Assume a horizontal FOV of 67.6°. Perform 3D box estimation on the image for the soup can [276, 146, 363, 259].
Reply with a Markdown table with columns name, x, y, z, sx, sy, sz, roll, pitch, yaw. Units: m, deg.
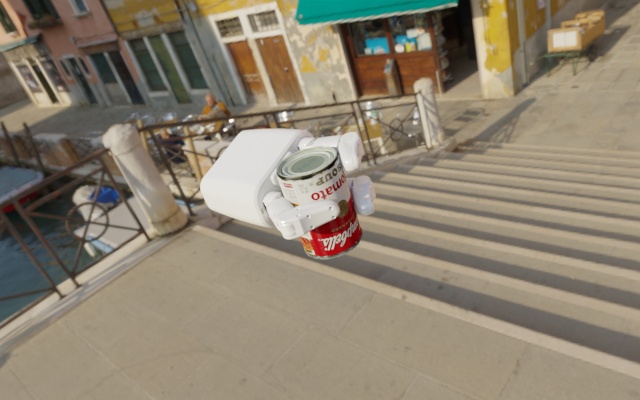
| name | x | y | z | sx | sy | sz | roll | pitch | yaw |
| --- | --- | --- | --- | --- | --- | --- | --- | --- | --- |
| soup can | 0.000 | 0.002 | 0.506 | 0.068 | 0.102 | 0.068 | -14 | 29 | 8 |
